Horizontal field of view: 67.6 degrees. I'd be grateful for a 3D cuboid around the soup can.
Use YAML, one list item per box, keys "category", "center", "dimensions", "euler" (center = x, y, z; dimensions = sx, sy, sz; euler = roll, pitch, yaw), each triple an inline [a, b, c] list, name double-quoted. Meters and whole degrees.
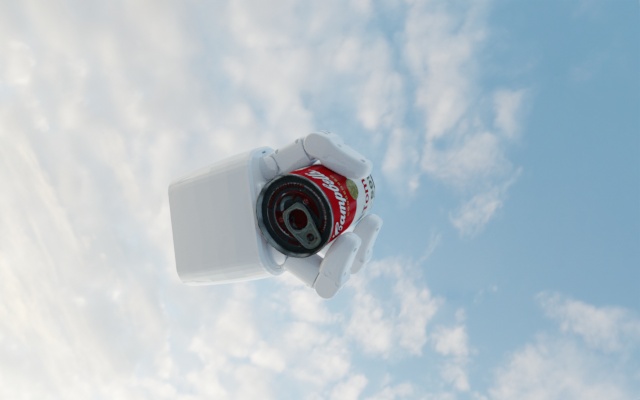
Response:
- category: "soup can"
  center: [0.001, 0.001, 0.413]
  dimensions: [0.068, 0.068, 0.102]
  euler: [0, 13, 26]
